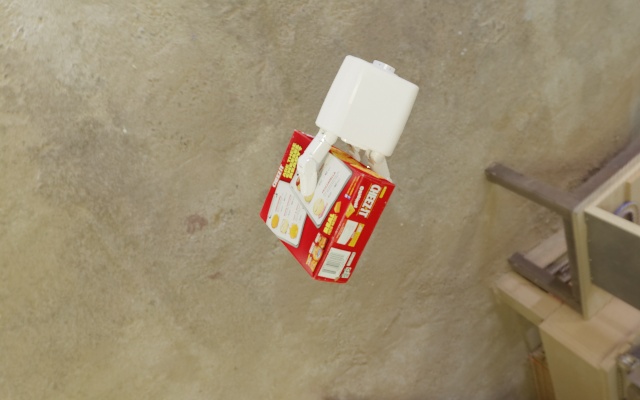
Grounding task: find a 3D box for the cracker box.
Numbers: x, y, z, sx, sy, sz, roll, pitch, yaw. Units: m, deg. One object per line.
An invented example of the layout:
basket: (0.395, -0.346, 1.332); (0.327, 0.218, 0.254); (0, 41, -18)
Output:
cracker box: (0.000, 0.002, 0.736); (0.072, 0.164, 0.213); (16, 15, -34)
